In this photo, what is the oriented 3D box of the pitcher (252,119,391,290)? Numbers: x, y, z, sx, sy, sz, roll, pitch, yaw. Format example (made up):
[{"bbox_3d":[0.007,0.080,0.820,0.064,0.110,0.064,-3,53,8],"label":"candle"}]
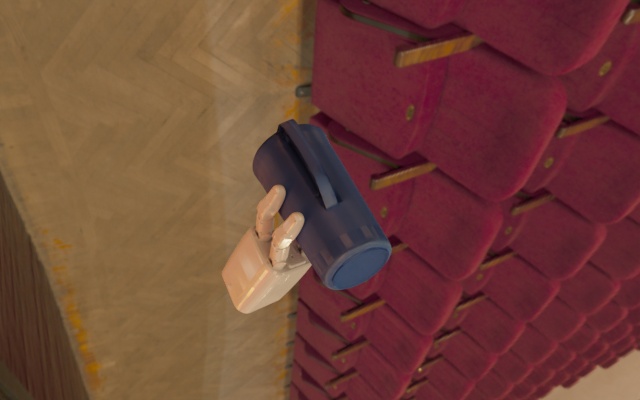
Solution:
[{"bbox_3d":[0.000,0.002,0.709,0.149,0.242,0.145,10,-52,-46],"label":"pitcher"}]
